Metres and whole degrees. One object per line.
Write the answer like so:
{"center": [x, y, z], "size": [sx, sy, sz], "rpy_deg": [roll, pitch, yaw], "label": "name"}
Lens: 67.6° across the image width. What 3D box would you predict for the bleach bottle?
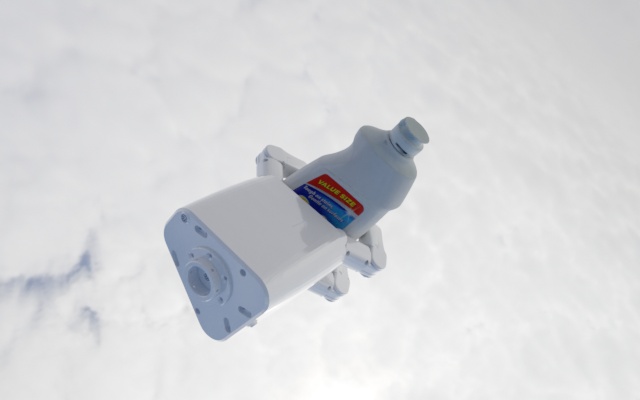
{"center": [0.000, 0.002, 0.472], "size": [0.251, 0.102, 0.068], "rpy_deg": [-42, -10, 36], "label": "bleach bottle"}
